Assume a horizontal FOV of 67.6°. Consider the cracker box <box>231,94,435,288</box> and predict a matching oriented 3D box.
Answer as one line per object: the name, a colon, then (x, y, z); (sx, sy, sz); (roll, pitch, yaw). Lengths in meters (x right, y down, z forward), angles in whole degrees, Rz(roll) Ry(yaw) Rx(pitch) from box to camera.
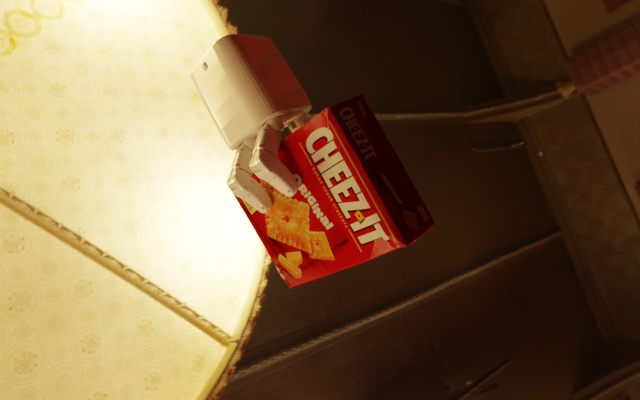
cracker box: (0.000, 0.002, 0.567); (0.072, 0.164, 0.214); (-31, 2, -43)
